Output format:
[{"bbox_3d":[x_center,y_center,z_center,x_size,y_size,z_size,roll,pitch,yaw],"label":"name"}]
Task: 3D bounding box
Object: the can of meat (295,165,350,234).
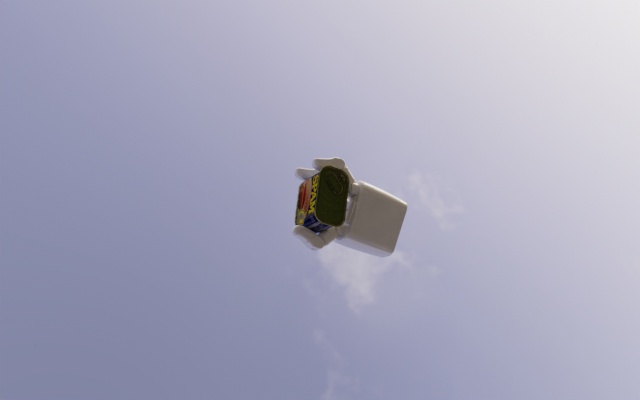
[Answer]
[{"bbox_3d":[0.000,0.003,0.811,0.057,0.102,0.084,17,-23,-25],"label":"can of meat"}]
